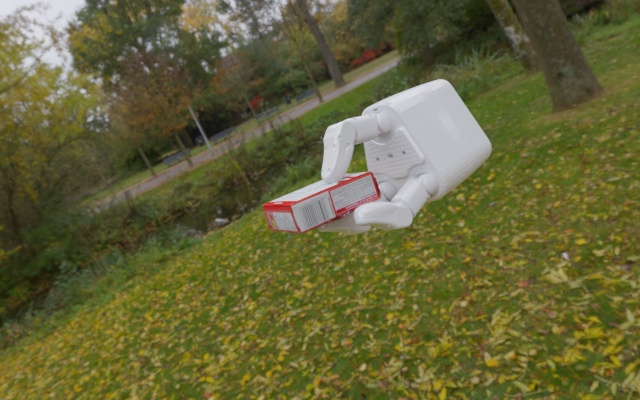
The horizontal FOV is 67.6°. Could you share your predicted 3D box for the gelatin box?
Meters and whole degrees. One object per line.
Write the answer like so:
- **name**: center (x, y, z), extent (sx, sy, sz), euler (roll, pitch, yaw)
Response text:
- **gelatin box**: center (0.000, 0.001, 0.445), extent (0.089, 0.030, 0.073), euler (-23, 10, -25)
